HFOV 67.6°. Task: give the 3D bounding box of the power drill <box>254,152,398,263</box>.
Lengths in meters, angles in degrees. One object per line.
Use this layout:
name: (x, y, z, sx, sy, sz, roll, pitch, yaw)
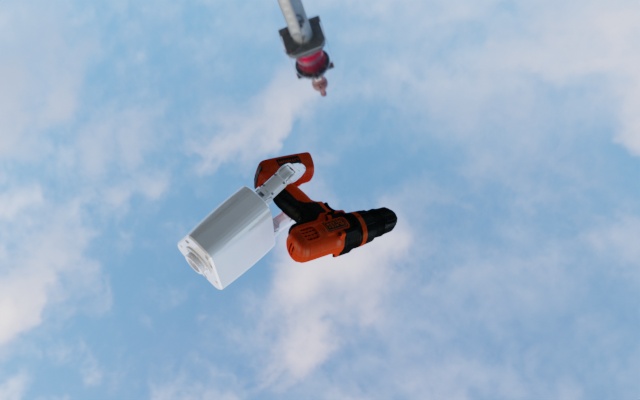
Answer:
power drill: (0.000, 0.002, 0.714, 0.184, 0.057, 0.187, -13, 45, -34)
